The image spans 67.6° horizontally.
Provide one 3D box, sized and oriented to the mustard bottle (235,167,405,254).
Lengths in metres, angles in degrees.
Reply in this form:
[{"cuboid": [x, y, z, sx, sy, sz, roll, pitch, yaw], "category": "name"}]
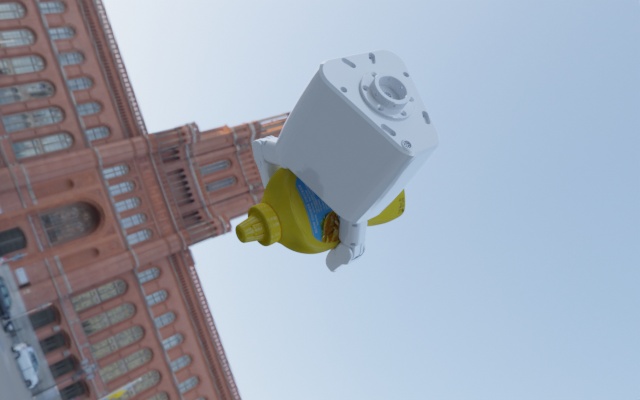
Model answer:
[{"cuboid": [0.000, 0.002, 0.490, 0.191, 0.096, 0.058, -22, 6, -34], "category": "mustard bottle"}]
